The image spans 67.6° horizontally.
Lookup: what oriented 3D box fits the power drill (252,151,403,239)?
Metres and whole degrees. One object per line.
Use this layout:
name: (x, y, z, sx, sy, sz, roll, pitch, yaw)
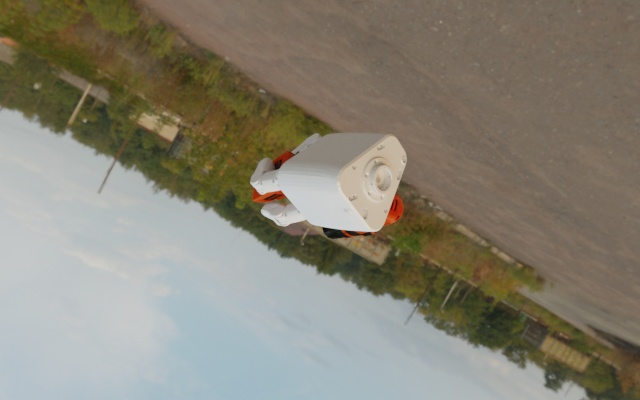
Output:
power drill: (0.000, 0.002, 0.702, 0.188, 0.057, 0.184, 21, -25, -24)
